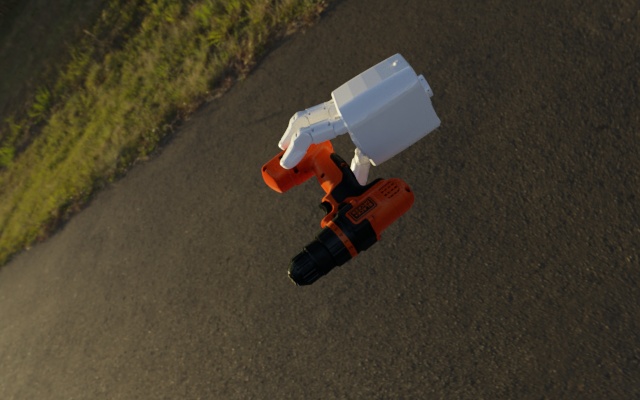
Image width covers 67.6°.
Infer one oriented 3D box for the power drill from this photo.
[{"bbox_3d":[0.000,0.002,0.626,0.187,0.184,0.057,47,-12,37],"label":"power drill"}]
